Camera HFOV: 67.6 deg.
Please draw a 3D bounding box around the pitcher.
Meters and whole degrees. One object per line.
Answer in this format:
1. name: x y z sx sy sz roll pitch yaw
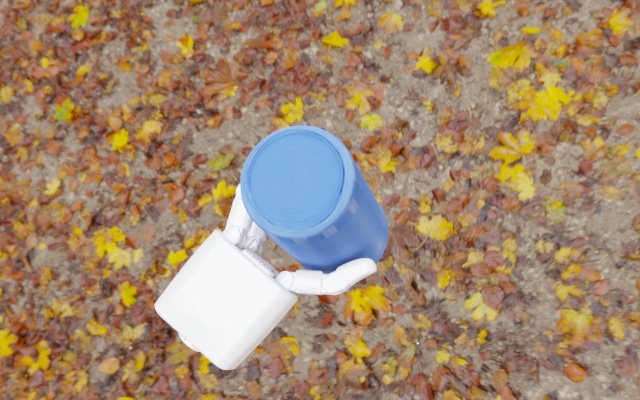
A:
1. pitcher: 0.000 0.002 0.537 0.149 0.145 0.243 41 -4 19
